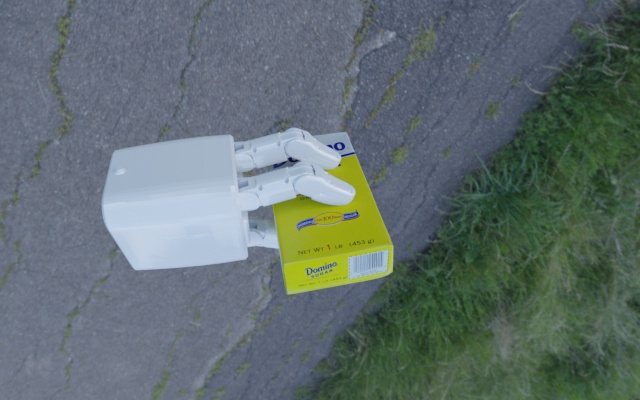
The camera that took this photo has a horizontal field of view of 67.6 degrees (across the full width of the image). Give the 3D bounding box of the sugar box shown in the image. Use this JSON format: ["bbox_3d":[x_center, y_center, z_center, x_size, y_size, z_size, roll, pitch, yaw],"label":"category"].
[{"bbox_3d":[0.000,0.001,0.454,0.093,0.048,0.176,-9,43,-7],"label":"sugar box"}]
